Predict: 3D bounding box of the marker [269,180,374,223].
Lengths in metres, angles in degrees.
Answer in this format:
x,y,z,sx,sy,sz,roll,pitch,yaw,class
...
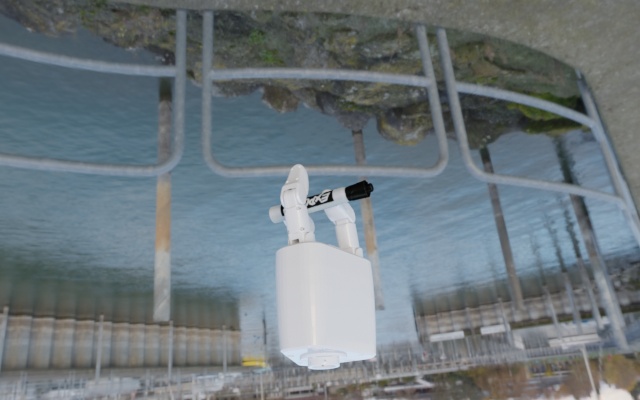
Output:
x,y,z,sx,sy,sz,roll,pitch,yaw,class
0.000,0.002,0.517,0.121,0.020,0.020,-16,-6,22,marker
